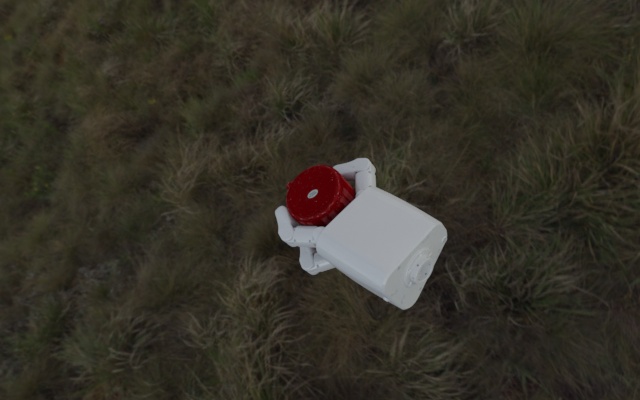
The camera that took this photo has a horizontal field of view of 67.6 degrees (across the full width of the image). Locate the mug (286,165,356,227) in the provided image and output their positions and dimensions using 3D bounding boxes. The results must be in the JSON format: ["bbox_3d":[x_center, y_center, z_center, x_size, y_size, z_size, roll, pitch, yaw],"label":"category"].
[{"bbox_3d":[-0.001,0.001,0.634,0.117,0.093,0.081,29,-10,39],"label":"mug"}]
